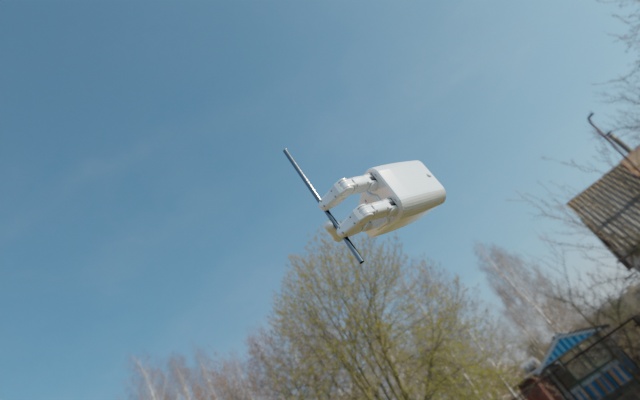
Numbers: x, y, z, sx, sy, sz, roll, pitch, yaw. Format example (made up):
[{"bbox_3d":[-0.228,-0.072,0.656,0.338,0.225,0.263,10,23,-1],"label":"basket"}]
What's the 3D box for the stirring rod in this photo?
[{"bbox_3d":[0.000,0.003,0.747,0.011,0.239,0.011,-25,-30,-16],"label":"stirring rod"}]
